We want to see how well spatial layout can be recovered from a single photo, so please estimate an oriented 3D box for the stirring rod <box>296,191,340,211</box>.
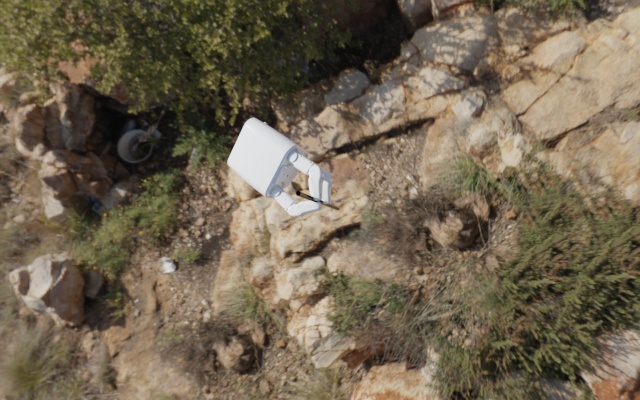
[{"bbox_3d":[0.000,0.003,0.869,0.011,0.011,0.239,0,-7,17],"label":"stirring rod"}]
